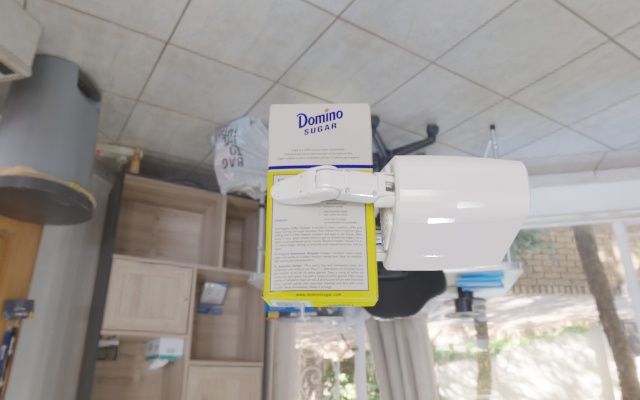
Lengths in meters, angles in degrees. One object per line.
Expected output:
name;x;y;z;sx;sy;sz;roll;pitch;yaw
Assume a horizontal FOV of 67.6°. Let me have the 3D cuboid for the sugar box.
sugar box;0.000;0.002;0.418;0.093;0.176;0.048;0;-22;2
